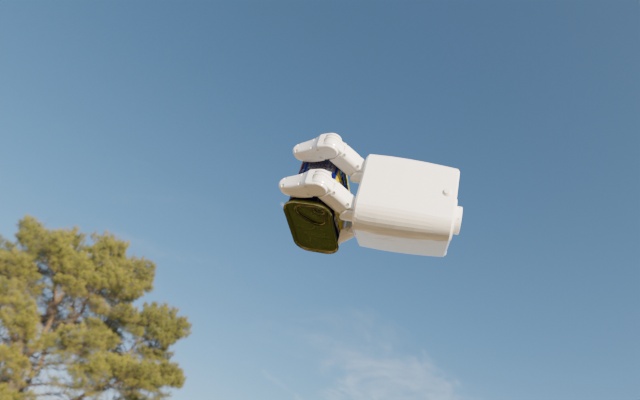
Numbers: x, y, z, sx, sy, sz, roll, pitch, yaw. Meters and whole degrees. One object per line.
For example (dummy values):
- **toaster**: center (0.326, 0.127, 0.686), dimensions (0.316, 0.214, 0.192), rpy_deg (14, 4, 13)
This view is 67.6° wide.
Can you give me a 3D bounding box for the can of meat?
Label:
- **can of meat**: center (0.000, 0.002, 0.580), dimensions (0.057, 0.084, 0.102), rpy_deg (7, -36, 16)
